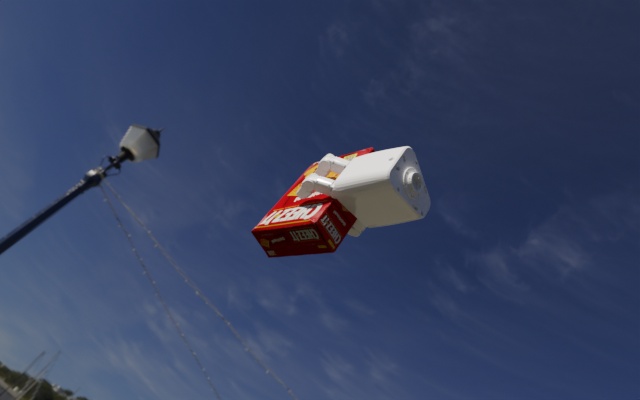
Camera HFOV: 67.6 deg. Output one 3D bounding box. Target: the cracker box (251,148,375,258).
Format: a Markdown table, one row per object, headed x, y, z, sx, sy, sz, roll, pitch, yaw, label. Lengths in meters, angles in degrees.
| x | y | z | sx | sy | sz | roll | pitch | yaw | label |
| --- | --- | --- | --- | --- | --- | --- | --- | --- | --- |
| 0.000 | 0.003 | 0.851 | 0.164 | 0.072 | 0.213 | -11 | 30 | 44 | cracker box |
